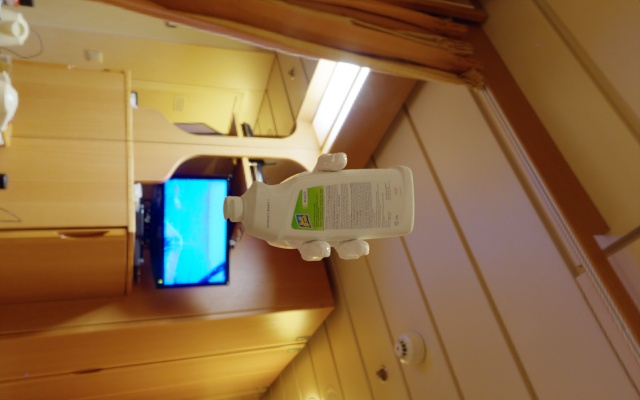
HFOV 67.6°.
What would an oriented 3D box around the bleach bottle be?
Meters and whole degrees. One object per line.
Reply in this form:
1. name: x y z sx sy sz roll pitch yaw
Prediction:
1. bleach bottle: 0.000 0.002 0.624 0.251 0.102 0.068 0 -5 -23
